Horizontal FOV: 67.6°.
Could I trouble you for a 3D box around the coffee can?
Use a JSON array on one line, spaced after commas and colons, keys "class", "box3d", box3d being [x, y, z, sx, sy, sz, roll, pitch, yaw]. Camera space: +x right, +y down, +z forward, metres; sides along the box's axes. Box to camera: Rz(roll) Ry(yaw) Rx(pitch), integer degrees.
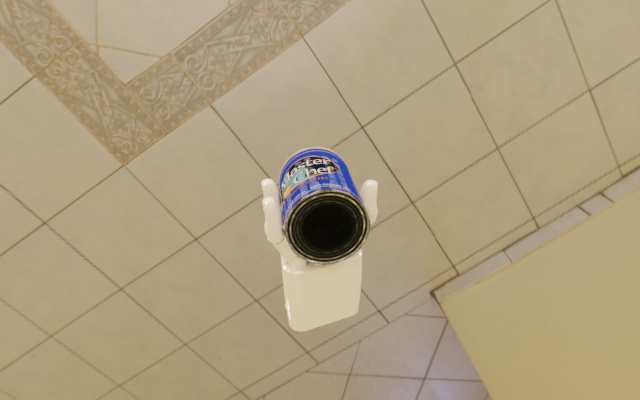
[{"class": "coffee can", "box3d": [0.000, 0.002, 0.624, 0.103, 0.103, 0.140, 0, 27, -8]}]
